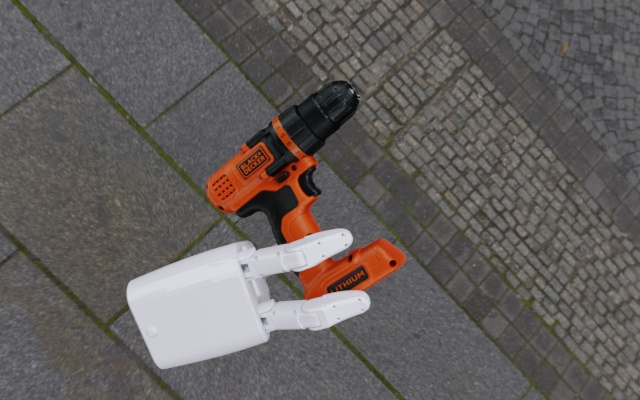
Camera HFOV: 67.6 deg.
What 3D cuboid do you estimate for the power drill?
[{"bbox_3d":[0.000,0.002,0.468,0.184,0.187,0.057,-37,-8,17],"label":"power drill"}]
